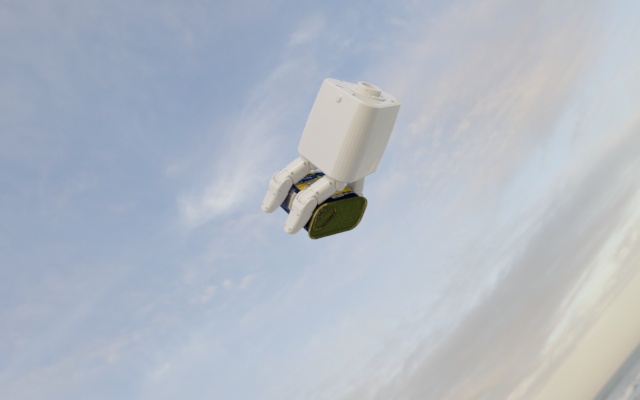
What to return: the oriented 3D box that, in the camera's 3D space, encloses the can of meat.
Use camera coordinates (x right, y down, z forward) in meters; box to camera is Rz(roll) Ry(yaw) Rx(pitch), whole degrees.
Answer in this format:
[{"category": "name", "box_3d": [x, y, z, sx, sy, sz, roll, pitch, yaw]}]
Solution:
[{"category": "can of meat", "box_3d": [0.000, 0.002, 0.672, 0.102, 0.057, 0.084, -11, 40, -42]}]
